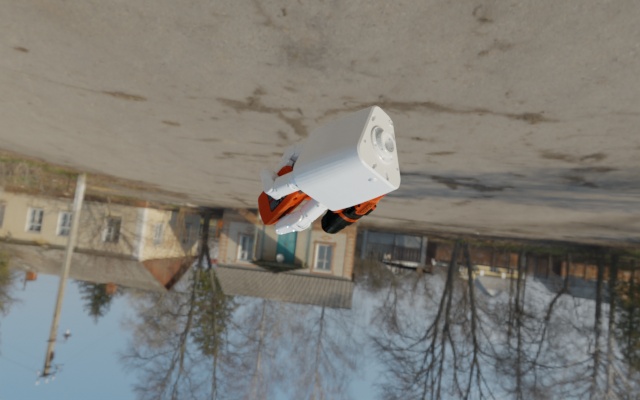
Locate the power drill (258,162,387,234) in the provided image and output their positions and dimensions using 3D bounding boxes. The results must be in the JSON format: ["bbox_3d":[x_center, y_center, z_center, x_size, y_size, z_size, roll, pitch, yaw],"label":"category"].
[{"bbox_3d":[0.000,0.002,0.758,0.187,0.057,0.184,0,-31,-35],"label":"power drill"}]
